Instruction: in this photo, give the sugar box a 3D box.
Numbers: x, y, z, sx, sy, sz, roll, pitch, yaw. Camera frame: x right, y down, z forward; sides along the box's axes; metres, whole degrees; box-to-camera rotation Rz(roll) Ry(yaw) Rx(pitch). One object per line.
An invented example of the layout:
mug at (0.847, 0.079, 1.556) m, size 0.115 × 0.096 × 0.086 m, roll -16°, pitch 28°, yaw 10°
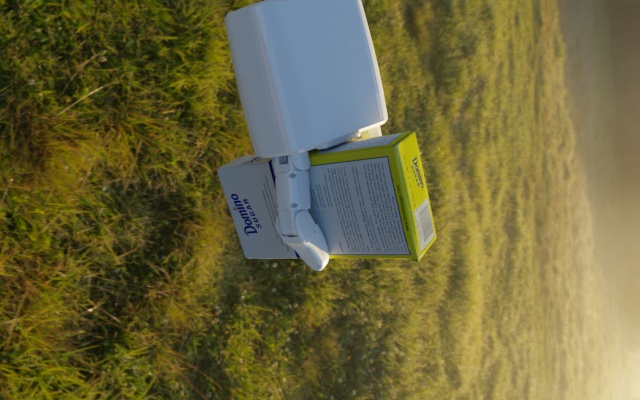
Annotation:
sugar box at (0.000, 0.001, 0.403) m, size 0.176 × 0.093 × 0.048 m, roll -2°, pitch 21°, yaw 36°
